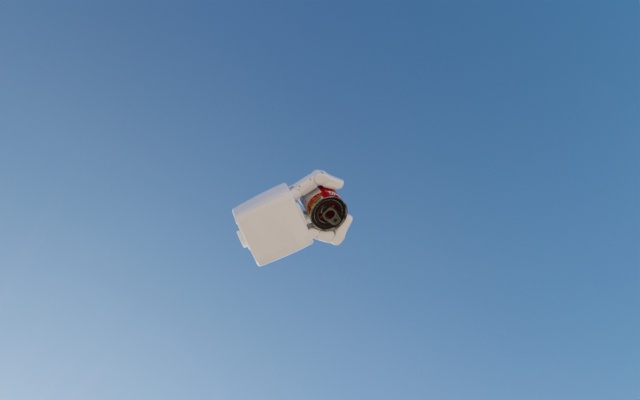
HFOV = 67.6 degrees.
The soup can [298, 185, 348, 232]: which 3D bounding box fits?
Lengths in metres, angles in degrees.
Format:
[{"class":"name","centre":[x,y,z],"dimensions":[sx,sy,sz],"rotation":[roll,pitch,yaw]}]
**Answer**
[{"class":"soup can","centre":[0.000,0.002,0.865],"dimensions":[0.068,0.068,0.102],"rotation":[0,25,-19]}]
